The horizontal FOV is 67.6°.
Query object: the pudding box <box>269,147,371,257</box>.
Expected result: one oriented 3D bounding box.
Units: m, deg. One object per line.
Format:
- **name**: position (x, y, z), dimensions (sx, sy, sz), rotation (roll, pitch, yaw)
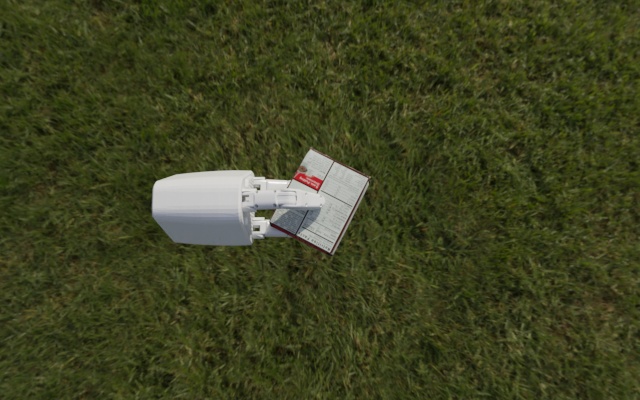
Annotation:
- **pudding box**: position (0.000, 0.002, 0.606), dimensions (0.090, 0.113, 0.039), rotation (27, -5, 6)
